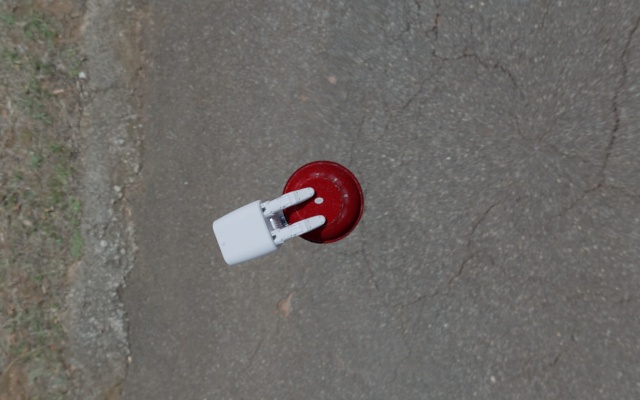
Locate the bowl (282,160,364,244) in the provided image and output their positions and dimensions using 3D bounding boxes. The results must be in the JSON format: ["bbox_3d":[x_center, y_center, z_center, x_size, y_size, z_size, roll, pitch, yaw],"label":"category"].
[{"bbox_3d":[0.001,0.002,0.897,0.162,0.162,0.055,0,-1,8],"label":"bowl"}]
